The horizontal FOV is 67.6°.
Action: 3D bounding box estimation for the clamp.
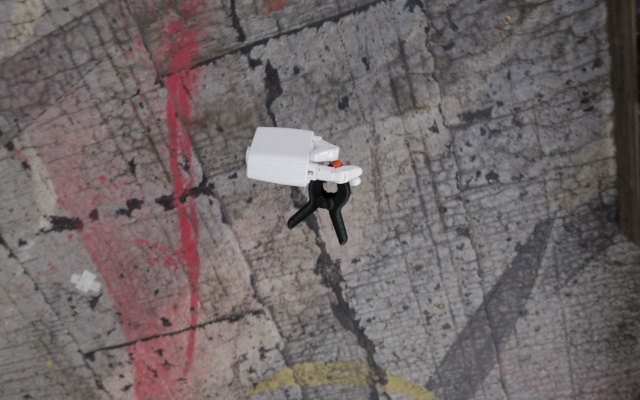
[{"bbox_3d":[0.000,0.003,0.893,0.120,0.171,0.039,7,26,1],"label":"clamp"}]
